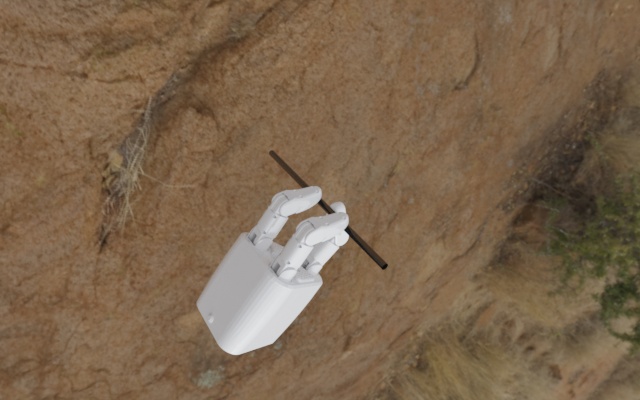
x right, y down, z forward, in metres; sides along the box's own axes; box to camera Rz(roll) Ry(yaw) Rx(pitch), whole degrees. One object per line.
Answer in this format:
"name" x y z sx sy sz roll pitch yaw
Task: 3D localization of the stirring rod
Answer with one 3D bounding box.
"stirring rod" 0.000 0.002 0.562 0.011 0.011 0.239 0 33 -41
